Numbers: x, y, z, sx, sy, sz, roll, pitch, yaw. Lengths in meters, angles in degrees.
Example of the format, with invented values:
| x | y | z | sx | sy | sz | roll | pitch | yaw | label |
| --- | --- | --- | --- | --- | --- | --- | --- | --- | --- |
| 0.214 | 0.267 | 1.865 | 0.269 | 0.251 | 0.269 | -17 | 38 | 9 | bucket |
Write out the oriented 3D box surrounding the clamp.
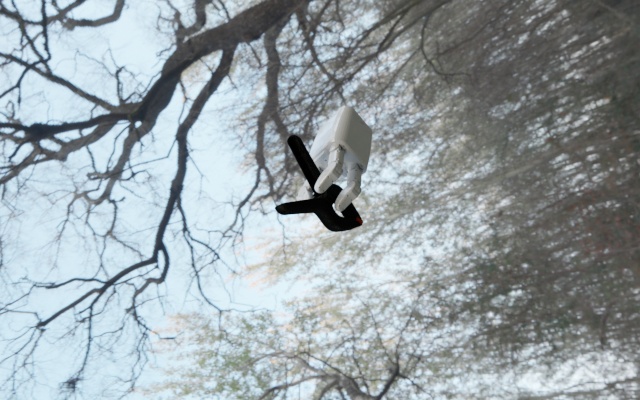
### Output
| x | y | z | sx | sy | sz | roll | pitch | yaw | label |
| --- | --- | --- | --- | --- | --- | --- | --- | --- | --- |
| 0.000 | 0.003 | 0.848 | 0.036 | 0.164 | 0.210 | -23 | -52 | 36 | clamp |
